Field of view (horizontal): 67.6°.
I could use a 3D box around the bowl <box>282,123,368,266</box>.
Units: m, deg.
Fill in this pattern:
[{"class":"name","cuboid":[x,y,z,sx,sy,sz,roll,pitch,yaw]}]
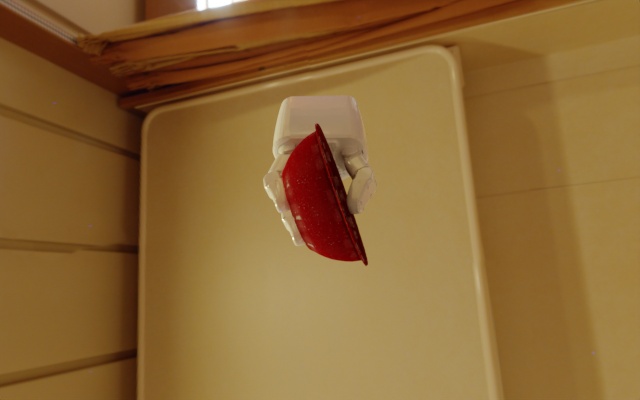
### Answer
[{"class":"bowl","cuboid":[0.000,0.002,0.516,0.055,0.162,0.162,-20,-2,5]}]
